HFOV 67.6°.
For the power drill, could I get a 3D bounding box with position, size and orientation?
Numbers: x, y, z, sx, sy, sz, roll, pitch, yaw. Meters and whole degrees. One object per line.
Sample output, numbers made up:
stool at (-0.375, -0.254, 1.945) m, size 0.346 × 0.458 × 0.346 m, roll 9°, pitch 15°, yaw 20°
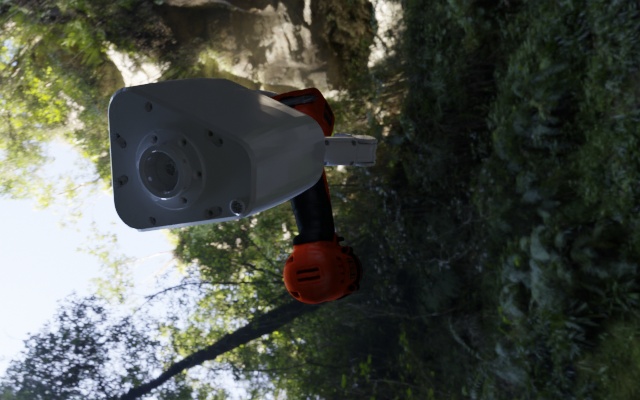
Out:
power drill at (0.000, 0.001, 0.457) m, size 0.057 × 0.187 × 0.184 m, roll -13°, pitch -9°, yaw 9°
